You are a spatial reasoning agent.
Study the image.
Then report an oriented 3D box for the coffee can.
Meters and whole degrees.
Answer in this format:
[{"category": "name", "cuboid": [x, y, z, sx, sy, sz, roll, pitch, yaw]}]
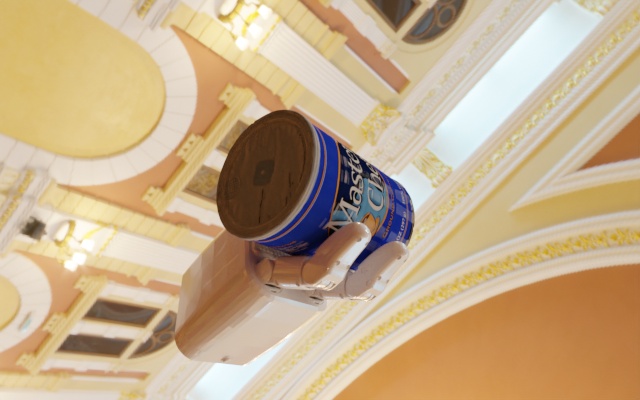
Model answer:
[{"category": "coffee can", "cuboid": [0.000, 0.001, 0.401, 0.103, 0.102, 0.140, 0, -19, 42]}]
